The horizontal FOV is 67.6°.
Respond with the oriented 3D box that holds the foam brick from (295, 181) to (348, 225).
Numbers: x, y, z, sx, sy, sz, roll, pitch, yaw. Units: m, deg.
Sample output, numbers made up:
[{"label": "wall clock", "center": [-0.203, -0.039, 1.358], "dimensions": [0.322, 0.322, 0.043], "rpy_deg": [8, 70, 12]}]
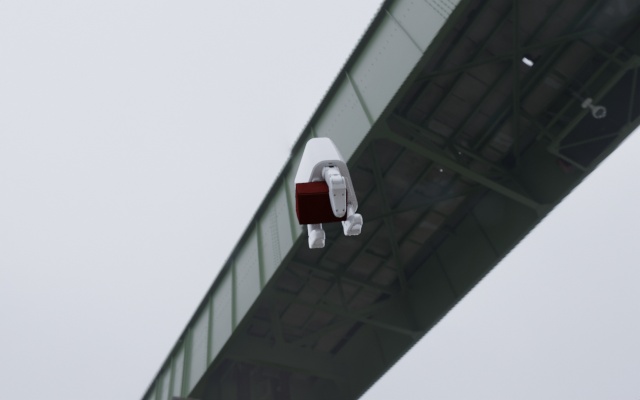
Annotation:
[{"label": "foam brick", "center": [0.000, 0.002, 0.747], "dimensions": [0.078, 0.053, 0.051], "rpy_deg": [-4, 23, -9]}]
